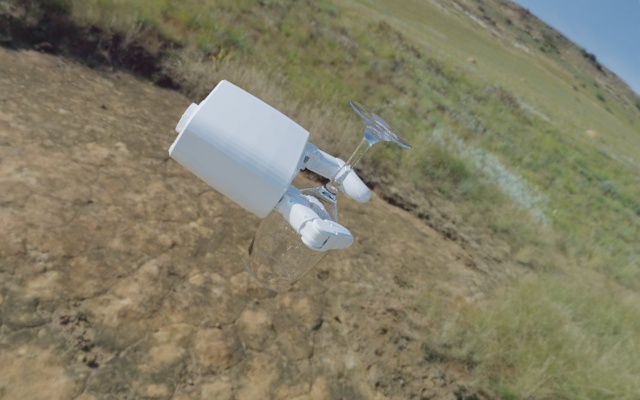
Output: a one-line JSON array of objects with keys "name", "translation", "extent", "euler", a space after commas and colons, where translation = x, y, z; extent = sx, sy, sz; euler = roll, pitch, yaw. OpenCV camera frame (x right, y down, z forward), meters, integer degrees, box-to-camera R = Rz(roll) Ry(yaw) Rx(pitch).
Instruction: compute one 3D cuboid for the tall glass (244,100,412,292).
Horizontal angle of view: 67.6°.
[{"name": "tall glass", "translation": [0.001, 0.001, 0.486], "extent": [0.079, 0.201, 0.079], "euler": [33, 19, -13]}]
